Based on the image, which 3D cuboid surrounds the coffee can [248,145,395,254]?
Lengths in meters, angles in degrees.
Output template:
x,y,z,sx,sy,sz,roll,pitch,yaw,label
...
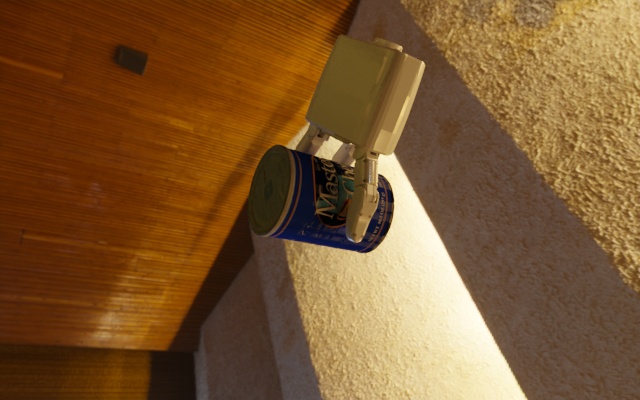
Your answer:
x,y,z,sx,sy,sz,roll,pitch,yaw,label
0.000,0.002,0.559,0.140,0.103,0.103,13,-7,-30,coffee can
